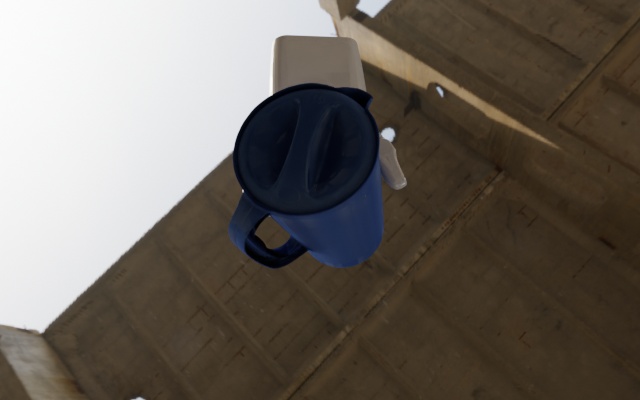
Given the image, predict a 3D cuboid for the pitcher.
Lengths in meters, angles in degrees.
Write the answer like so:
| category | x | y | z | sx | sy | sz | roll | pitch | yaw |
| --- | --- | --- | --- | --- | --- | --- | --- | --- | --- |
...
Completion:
| category | x | y | z | sx | sy | sz | roll | pitch | yaw |
| --- | --- | --- | --- | --- | --- | --- | --- | --- | --- |
| pitcher | 0.000 | 0.002 | 0.523 | 0.149 | 0.145 | 0.243 | -8 | -24 | 9 |
